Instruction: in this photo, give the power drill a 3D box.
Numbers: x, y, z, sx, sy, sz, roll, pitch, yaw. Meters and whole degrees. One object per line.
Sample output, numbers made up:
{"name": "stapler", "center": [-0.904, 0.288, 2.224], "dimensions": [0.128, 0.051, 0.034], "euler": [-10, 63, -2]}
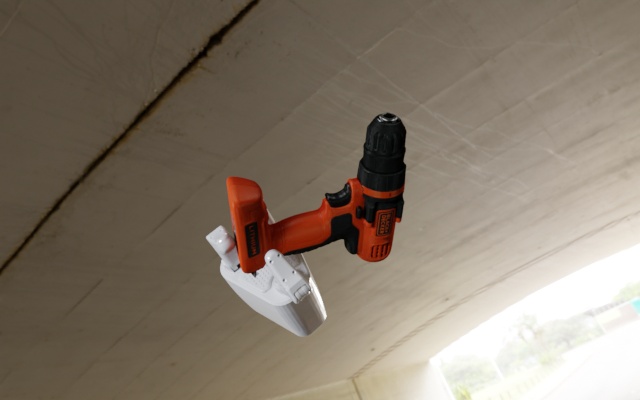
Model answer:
{"name": "power drill", "center": [0.000, 0.002, 0.504], "dimensions": [0.187, 0.185, 0.057], "euler": [-8, 36, -13]}
